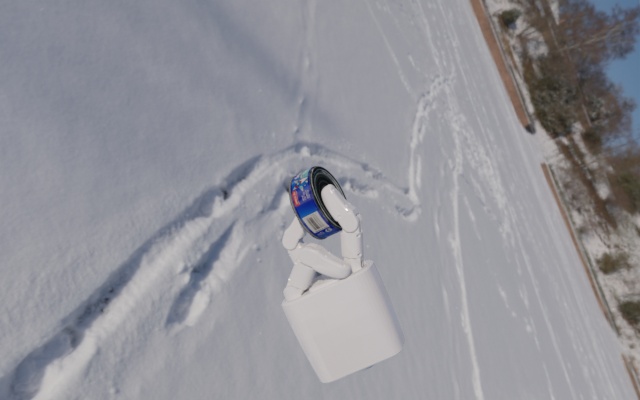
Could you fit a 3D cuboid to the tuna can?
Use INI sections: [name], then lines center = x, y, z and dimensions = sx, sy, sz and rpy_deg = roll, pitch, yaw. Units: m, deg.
[tuna can]
center = 0.001, 0.002, 0.579
dimensions = 0.034, 0.086, 0.086
rpy_deg = -26, -12, 25
